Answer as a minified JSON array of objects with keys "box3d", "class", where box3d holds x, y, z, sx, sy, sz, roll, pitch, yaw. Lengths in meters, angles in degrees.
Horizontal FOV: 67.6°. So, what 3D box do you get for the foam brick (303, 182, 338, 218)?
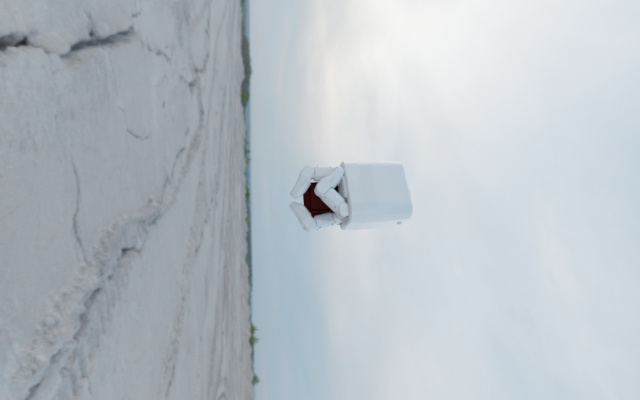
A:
[{"box3d":[0.000,0.003,0.838,0.051,0.053,0.078,-2,-14,-10],"class":"foam brick"}]
